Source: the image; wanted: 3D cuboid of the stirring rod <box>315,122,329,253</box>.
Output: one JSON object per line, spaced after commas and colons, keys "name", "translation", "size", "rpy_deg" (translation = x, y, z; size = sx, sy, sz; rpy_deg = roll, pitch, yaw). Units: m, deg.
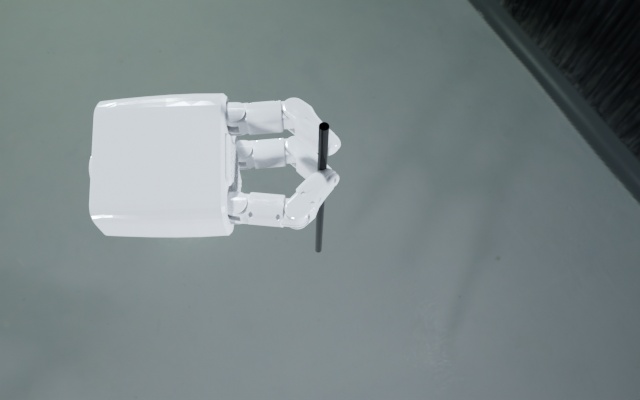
{"name": "stirring rod", "translation": [0.000, 0.002, 0.461], "size": [0.011, 0.011, 0.240], "rpy_deg": [0, -28, -1]}
